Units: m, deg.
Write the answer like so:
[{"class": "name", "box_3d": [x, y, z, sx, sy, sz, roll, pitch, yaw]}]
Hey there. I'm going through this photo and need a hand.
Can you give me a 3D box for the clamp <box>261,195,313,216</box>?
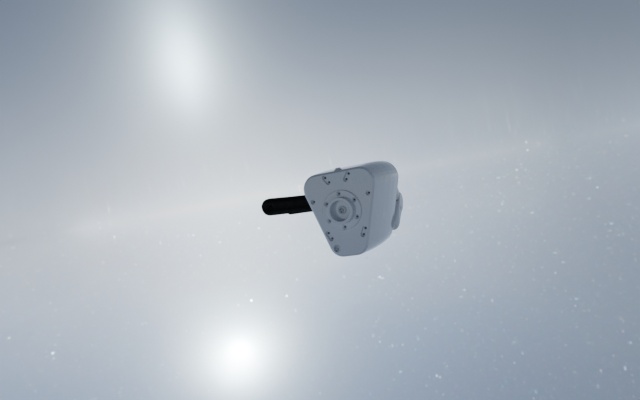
[{"class": "clamp", "box_3d": [0.000, 0.003, 0.713, 0.171, 0.039, 0.120, -10, 2, 23]}]
